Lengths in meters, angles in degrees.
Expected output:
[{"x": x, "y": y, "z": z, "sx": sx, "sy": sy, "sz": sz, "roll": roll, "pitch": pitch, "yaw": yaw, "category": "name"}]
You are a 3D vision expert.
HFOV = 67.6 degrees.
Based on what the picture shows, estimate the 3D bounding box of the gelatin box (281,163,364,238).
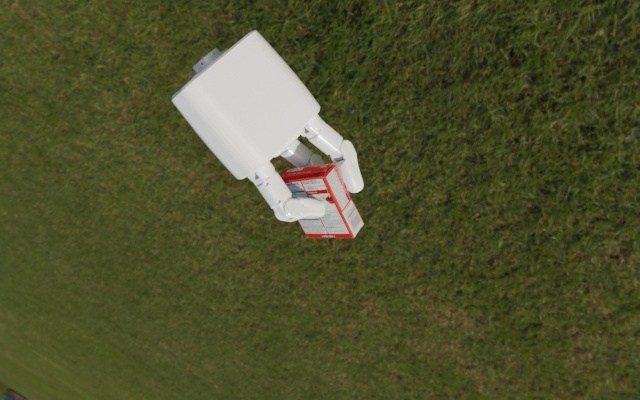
[{"x": 0.000, "y": 0.002, "z": 0.555, "sx": 0.073, "sy": 0.089, "sz": 0.030, "roll": -4, "pitch": 34, "yaw": 41, "category": "gelatin box"}]
